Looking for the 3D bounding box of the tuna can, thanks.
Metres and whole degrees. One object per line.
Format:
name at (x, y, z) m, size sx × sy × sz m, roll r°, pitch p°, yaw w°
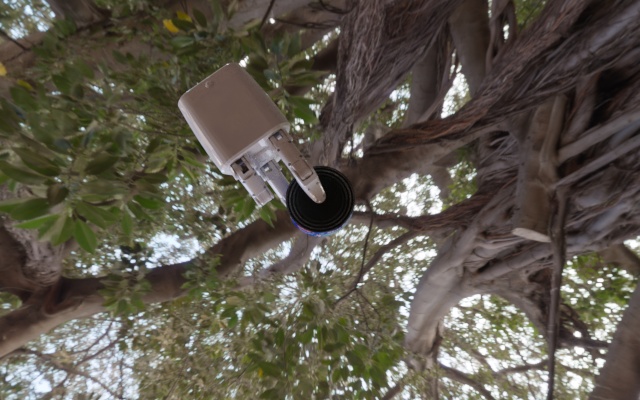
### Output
tuna can at (0.000, 0.002, 0.601) m, size 0.086 × 0.086 × 0.034 m, roll 0°, pitch -16°, yaw 2°
